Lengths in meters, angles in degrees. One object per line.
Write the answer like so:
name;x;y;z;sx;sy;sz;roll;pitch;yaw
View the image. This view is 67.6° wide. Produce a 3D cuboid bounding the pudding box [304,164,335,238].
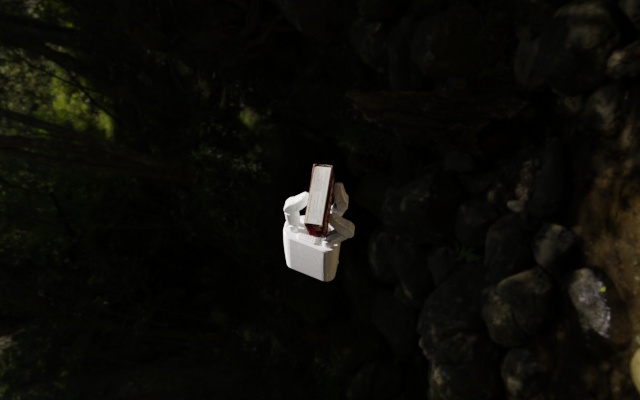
pudding box;0.000;0.003;0.857;0.039;0.113;0.090;6;-16;6
